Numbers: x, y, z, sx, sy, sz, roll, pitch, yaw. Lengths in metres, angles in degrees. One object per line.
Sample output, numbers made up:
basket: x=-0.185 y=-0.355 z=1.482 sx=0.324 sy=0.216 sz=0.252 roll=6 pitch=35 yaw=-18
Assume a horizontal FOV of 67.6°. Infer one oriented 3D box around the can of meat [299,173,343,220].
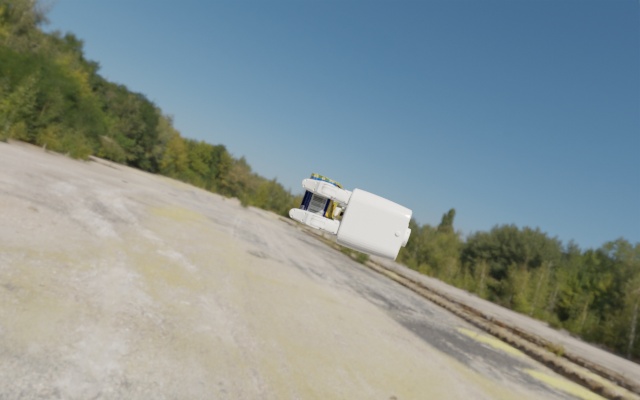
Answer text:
can of meat: x=0.000 y=0.002 z=0.858 sx=0.057 sy=0.084 sz=0.102 roll=20 pitch=-2 yaw=10
